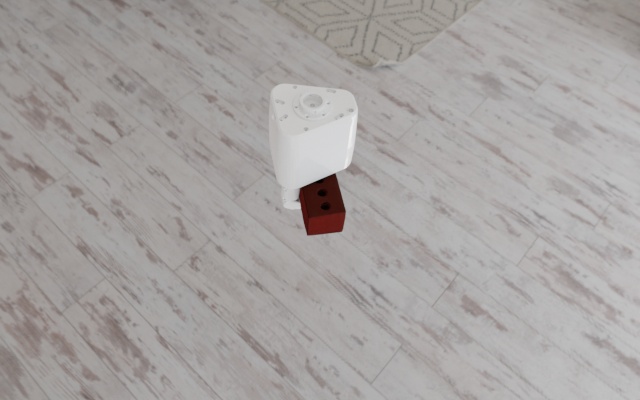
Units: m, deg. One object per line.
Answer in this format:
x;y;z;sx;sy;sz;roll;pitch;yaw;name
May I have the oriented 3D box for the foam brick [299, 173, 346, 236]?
0.000;0.002;0.669;0.053;0.078;0.051;-8;-32;-10;foam brick
